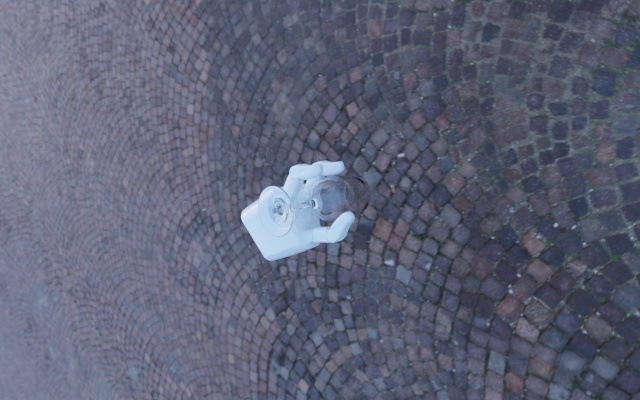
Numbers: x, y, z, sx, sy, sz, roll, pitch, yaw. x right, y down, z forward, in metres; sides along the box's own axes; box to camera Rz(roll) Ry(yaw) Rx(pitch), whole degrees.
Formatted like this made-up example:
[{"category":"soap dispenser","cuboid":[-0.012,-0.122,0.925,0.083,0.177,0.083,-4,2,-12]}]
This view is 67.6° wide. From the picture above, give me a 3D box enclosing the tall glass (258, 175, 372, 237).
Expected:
[{"category":"tall glass","cuboid":[0.000,0.003,0.757,0.079,0.079,0.201,0,8,42]}]
